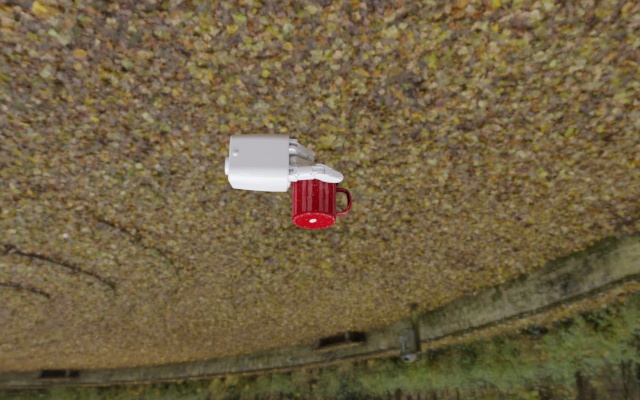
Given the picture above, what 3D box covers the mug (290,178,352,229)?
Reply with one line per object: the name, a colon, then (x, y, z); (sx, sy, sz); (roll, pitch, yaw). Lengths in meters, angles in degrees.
mug: (0.002, 0.003, 0.892); (0.117, 0.081, 0.093); (1, -24, -3)
